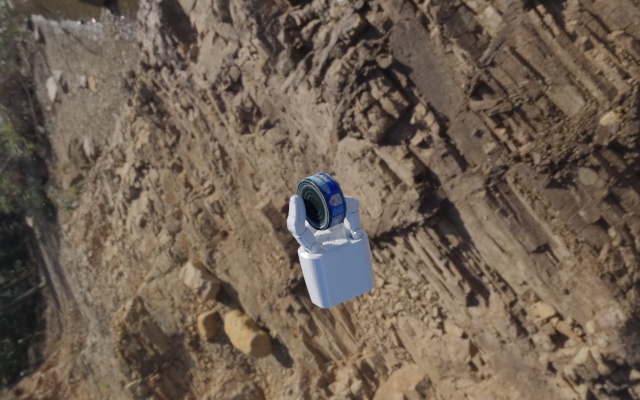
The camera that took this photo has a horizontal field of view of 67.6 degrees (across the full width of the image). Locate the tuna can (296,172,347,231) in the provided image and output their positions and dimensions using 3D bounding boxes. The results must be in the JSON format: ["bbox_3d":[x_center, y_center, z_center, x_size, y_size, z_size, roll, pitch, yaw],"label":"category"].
[{"bbox_3d":[0.000,0.003,0.727,0.033,0.086,0.086,-23,12,-30],"label":"tuna can"}]
